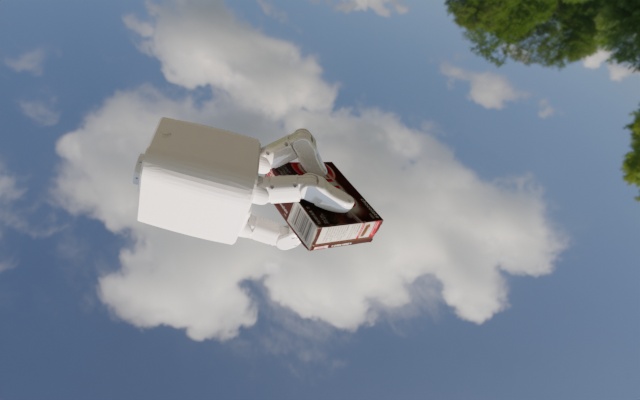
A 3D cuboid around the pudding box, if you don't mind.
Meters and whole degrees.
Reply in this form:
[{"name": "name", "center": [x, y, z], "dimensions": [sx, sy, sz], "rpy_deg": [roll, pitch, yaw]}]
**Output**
[{"name": "pudding box", "center": [0.000, 0.002, 0.526], "dimensions": [0.090, 0.039, 0.113], "rpy_deg": [-5, 44, -37]}]
